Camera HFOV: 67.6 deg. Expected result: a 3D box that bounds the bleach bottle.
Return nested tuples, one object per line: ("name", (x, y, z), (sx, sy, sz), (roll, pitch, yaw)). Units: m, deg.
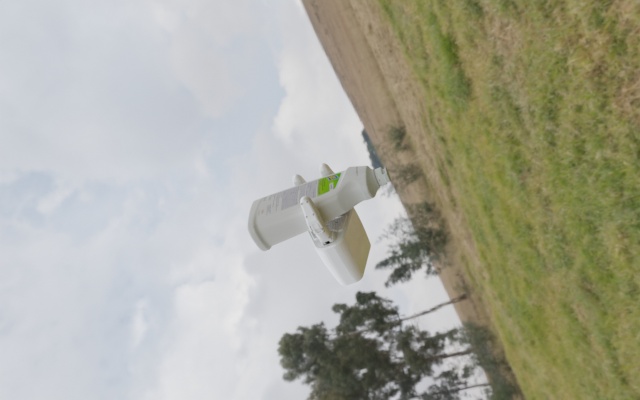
("bleach bottle", (0.000, 0.003, 0.826), (0.251, 0.068, 0.102), (-20, 34, 15))
